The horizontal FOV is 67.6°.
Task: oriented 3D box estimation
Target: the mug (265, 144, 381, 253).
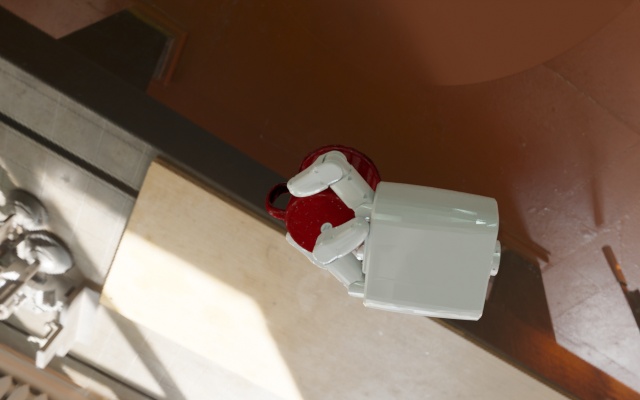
[{"bbox_3d":[-0.001,0.002,0.490,0.117,0.093,0.081,6,36,11],"label":"mug"}]
